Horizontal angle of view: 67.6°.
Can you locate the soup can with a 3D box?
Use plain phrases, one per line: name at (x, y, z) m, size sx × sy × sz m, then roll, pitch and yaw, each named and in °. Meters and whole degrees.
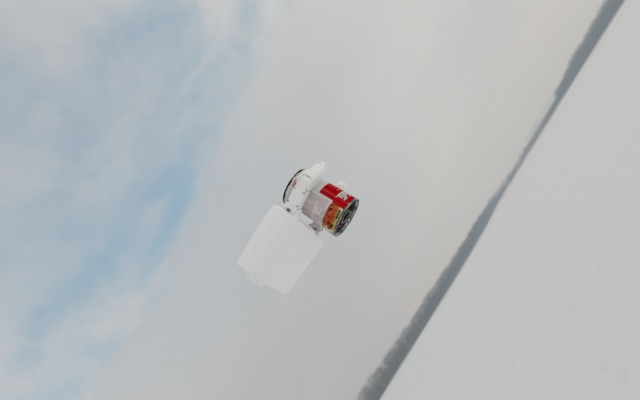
soup can at (0.000, 0.002, 0.752) m, size 0.102 × 0.068 × 0.068 m, roll 31°, pitch 10°, yaw 17°
